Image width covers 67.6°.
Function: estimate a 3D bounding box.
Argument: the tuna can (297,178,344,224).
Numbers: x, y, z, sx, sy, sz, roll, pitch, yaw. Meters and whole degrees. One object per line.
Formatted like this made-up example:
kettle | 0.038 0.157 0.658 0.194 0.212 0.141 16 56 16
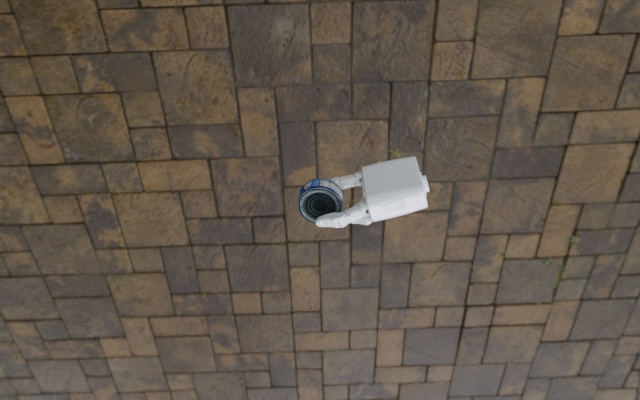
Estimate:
tuna can | 0.000 0.003 0.894 0.086 0.086 0.033 0 33 6
